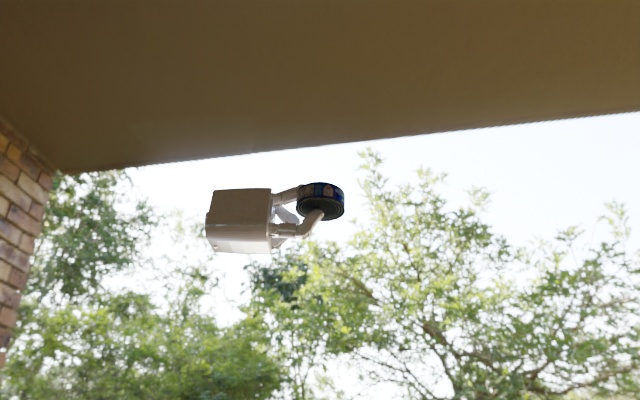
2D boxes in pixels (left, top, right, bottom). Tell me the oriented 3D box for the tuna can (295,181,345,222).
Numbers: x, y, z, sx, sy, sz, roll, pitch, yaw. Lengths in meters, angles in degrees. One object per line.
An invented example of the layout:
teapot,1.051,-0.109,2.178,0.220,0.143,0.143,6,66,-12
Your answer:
tuna can,0.000,0.002,0.822,0.086,0.033,0.086,2,-30,1
